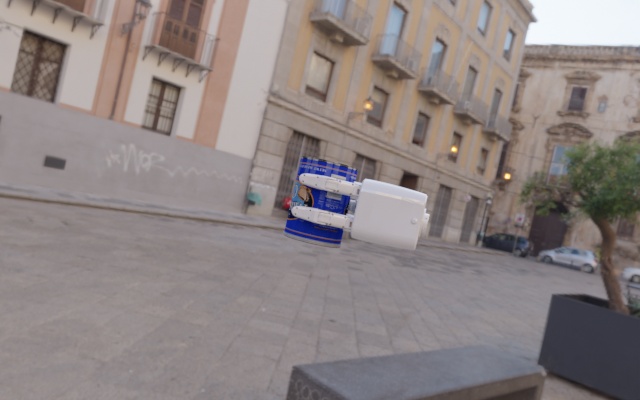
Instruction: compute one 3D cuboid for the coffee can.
[{"bbox_3d":[0.000,0.003,0.832,0.103,0.140,0.103,13,1,0],"label":"coffee can"}]
